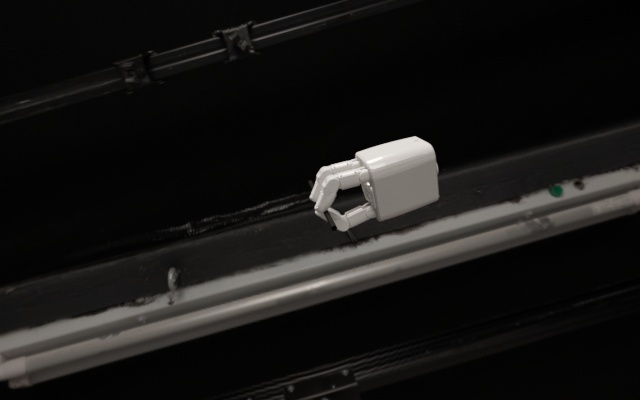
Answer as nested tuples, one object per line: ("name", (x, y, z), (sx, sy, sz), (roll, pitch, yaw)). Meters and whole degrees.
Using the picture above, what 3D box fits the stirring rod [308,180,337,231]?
("stirring rod", (0.000, 0.003, 0.779), (0.011, 0.011, 0.239), (0, 18, -10))
